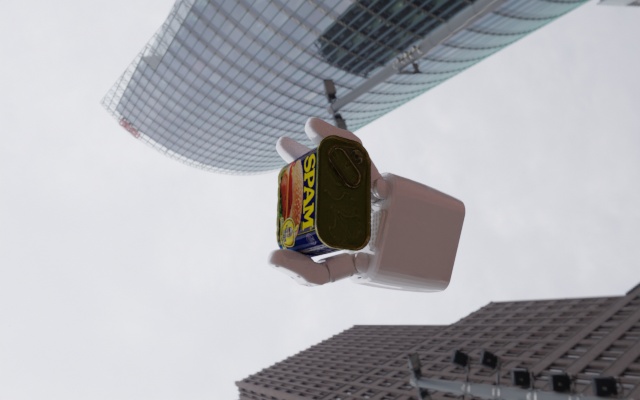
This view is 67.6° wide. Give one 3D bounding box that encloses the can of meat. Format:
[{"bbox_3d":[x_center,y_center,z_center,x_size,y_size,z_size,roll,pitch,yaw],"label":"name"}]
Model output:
[{"bbox_3d":[0.000,0.002,0.449,0.057,0.102,0.084,10,-18,-30],"label":"can of meat"}]
